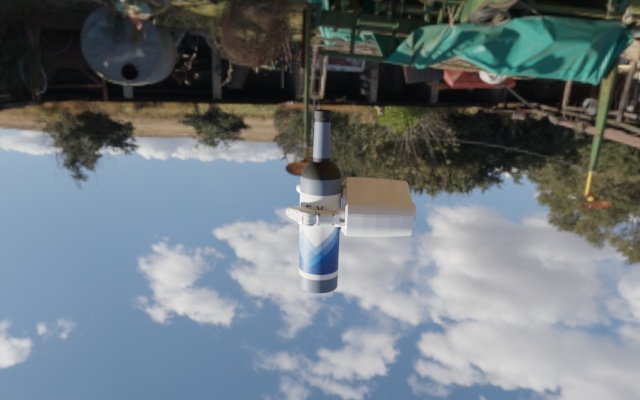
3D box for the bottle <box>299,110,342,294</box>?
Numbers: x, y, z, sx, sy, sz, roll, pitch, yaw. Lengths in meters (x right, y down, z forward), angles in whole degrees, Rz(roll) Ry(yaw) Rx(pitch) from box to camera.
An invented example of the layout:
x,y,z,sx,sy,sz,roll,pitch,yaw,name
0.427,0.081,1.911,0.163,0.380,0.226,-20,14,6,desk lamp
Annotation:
x,y,z,sx,sy,sz,roll,pitch,yaw,name
0.000,0.003,0.777,0.069,0.296,0.069,1,15,0,bottle
